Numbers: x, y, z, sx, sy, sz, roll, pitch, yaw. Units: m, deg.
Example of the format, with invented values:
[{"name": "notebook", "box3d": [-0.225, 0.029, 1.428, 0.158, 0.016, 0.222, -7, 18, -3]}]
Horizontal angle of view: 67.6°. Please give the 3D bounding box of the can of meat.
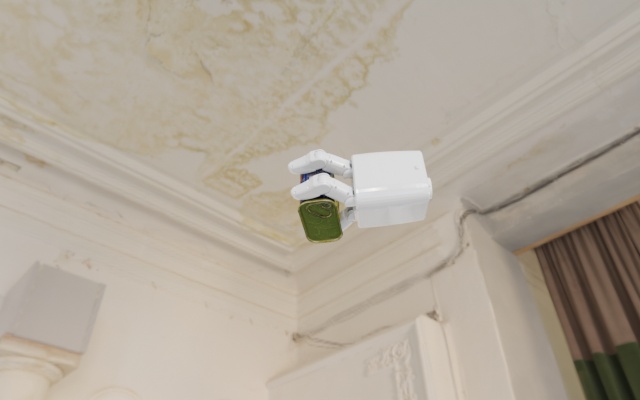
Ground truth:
[{"name": "can of meat", "box3d": [0.000, 0.002, 0.739, 0.057, 0.083, 0.102, -7, -41, 7]}]
